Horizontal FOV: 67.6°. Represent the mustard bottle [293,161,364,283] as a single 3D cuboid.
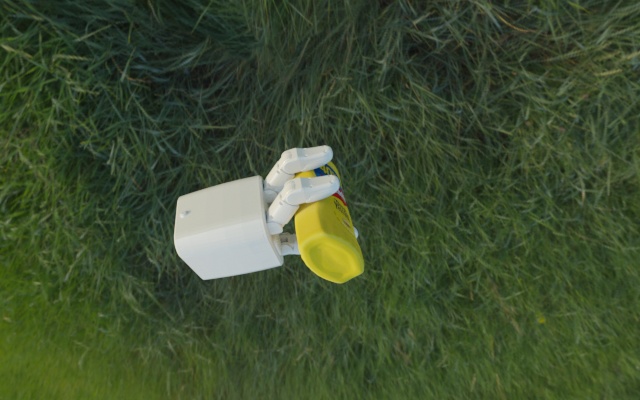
[{"bbox_3d":[0.000,0.002,0.587,0.058,0.191,0.096,-31,-49,17],"label":"mustard bottle"}]
